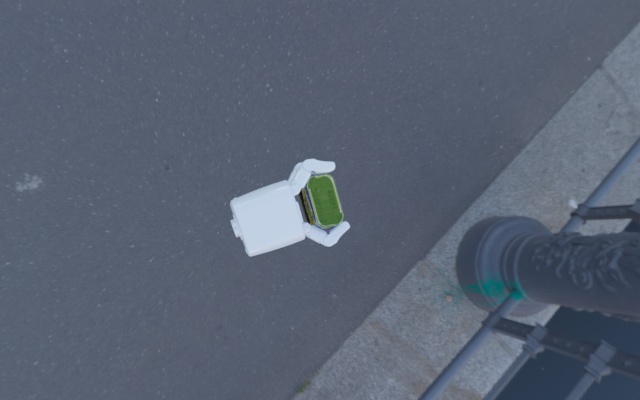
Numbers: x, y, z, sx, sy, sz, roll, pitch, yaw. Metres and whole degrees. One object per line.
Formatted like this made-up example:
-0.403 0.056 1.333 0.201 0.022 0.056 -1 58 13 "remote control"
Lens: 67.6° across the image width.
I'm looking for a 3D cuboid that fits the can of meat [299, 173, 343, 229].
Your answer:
0.000 0.003 0.883 0.057 0.102 0.084 -16 0 -12 "can of meat"
